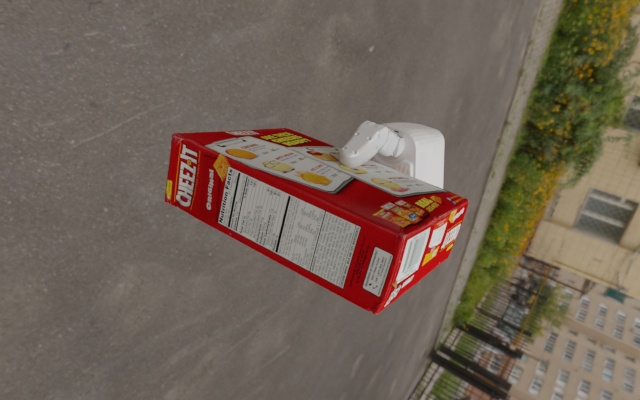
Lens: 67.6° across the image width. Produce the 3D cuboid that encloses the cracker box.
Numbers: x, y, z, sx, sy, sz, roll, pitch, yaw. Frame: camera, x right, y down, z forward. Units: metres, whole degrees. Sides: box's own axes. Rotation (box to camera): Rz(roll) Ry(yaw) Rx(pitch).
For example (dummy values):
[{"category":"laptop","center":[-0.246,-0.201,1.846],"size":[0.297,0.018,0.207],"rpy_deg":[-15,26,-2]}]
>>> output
[{"category":"cracker box","center":[0.000,0.001,0.419],"size":[0.213,0.072,0.164],"rpy_deg":[24,20,26]}]
